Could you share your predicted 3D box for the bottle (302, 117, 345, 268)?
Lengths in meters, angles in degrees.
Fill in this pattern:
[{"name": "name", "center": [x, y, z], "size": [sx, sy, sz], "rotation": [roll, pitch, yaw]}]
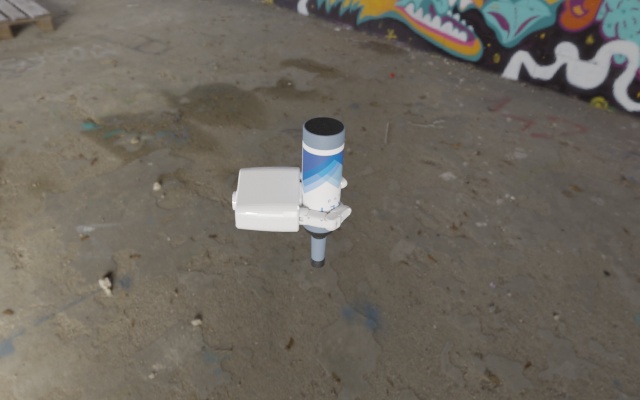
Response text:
[{"name": "bottle", "center": [0.000, 0.003, 0.832], "size": [0.069, 0.296, 0.069], "rotation": [2, 36, -1]}]
